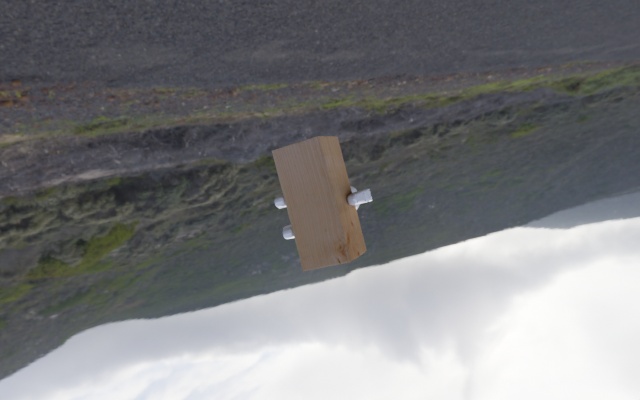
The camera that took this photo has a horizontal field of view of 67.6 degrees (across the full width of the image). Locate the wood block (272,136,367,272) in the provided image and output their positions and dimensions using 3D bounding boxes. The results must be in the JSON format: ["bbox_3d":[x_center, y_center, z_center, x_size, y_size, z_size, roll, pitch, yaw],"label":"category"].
[{"bbox_3d":[0.001,0.003,0.805,0.091,0.206,0.090,-15,1,24],"label":"wood block"}]
